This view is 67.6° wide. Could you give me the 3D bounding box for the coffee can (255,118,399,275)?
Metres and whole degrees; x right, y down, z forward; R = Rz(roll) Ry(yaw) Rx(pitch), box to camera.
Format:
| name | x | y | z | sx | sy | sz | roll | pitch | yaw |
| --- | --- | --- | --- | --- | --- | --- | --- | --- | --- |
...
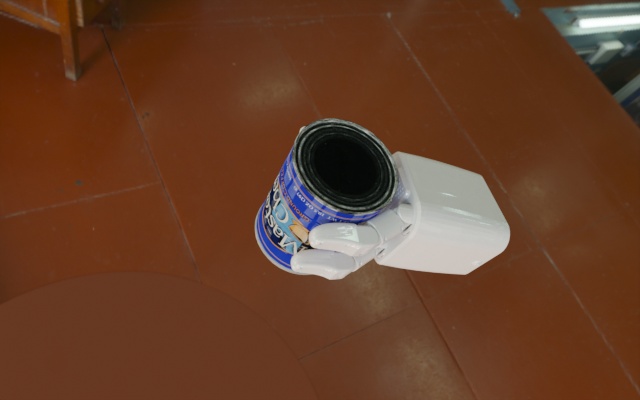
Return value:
| name | x | y | z | sx | sy | sz | roll | pitch | yaw |
| --- | --- | --- | --- | --- | --- | --- | --- | --- | --- |
| coffee can | 0.000 | 0.002 | 0.481 | 0.103 | 0.102 | 0.140 | 0 | -29 | -23 |
